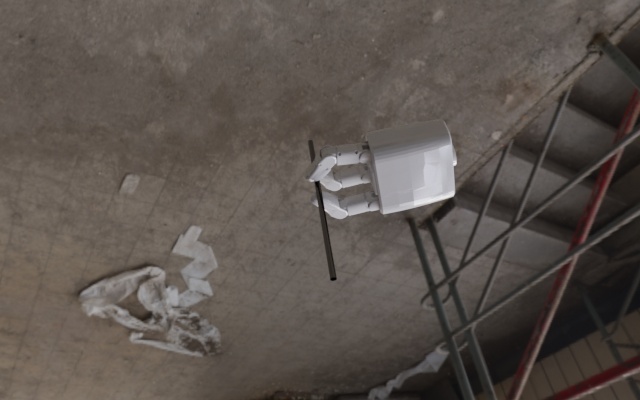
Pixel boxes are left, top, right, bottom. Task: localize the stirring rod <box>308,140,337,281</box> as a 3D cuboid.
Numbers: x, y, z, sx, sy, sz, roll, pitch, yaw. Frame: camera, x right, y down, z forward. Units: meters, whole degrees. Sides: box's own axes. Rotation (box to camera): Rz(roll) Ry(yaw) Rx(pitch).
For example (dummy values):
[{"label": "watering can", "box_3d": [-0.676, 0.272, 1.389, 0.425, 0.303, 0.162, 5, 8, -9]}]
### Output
[{"label": "stirring rod", "box_3d": [0.000, 0.002, 0.636, 0.011, 0.239, 0.011, -5, -41, -5]}]
